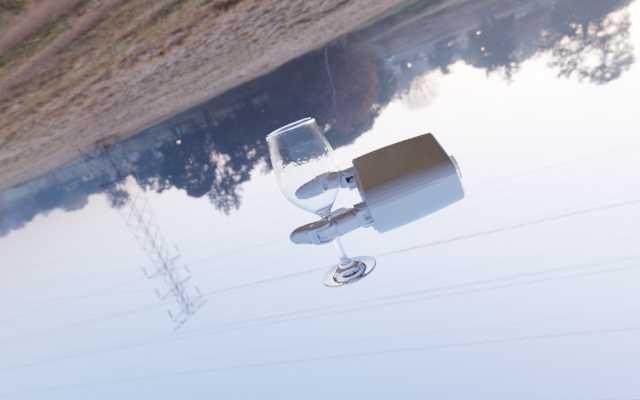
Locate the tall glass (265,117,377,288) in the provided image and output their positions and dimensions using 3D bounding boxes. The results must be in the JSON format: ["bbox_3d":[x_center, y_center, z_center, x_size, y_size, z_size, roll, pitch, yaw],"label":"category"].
[{"bbox_3d":[0.000,0.003,0.586,0.079,0.201,0.079,-22,14,6],"label":"tall glass"}]
